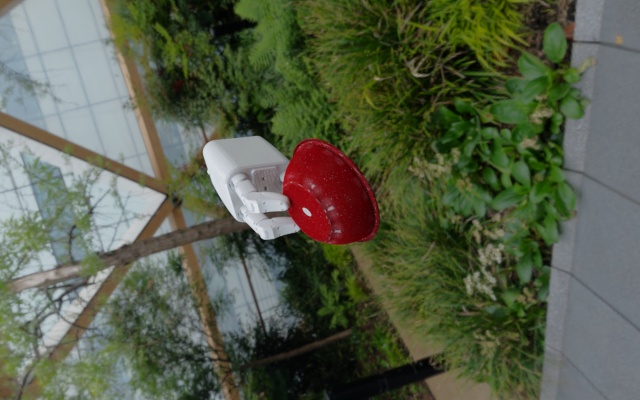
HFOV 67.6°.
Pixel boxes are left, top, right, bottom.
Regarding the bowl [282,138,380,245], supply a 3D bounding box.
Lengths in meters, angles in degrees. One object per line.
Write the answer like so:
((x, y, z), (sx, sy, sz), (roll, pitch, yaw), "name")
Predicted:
((0.001, 0.003, 0.627), (0.055, 0.162, 0.162), (-37, 20, -29), "bowl")
